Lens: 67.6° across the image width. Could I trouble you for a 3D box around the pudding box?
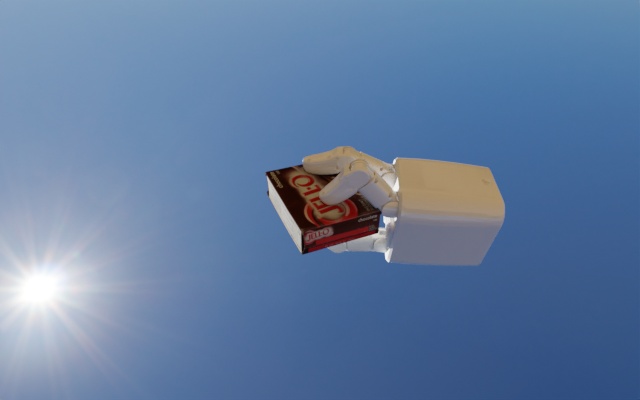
[{"bbox_3d":[0.000,0.002,0.519,0.090,0.039,0.113,-13,38,-21],"label":"pudding box"}]
